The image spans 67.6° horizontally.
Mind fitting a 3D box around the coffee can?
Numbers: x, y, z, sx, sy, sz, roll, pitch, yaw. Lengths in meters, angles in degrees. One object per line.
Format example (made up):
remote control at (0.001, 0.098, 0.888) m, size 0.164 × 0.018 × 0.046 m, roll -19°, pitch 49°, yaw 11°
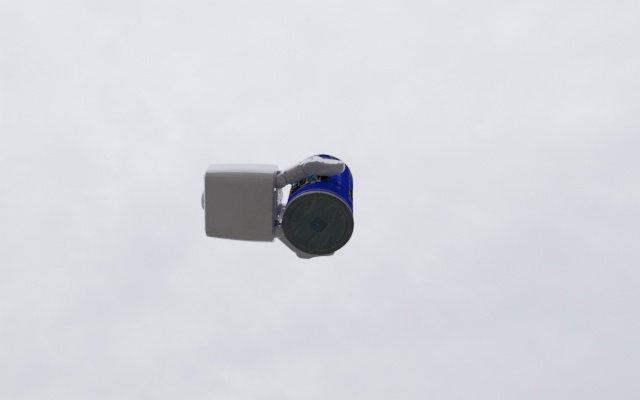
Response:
coffee can at (0.000, 0.002, 0.733) m, size 0.103 × 0.103 × 0.140 m, roll 0°, pitch 28°, yaw 4°
